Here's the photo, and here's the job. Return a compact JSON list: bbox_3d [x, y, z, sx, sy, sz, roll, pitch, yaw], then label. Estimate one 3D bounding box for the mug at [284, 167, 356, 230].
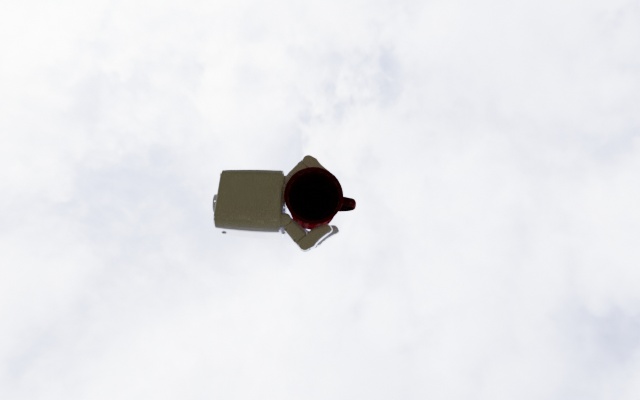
[{"bbox_3d":[0.002,0.003,0.782,0.117,0.093,0.081,3,-15,-1],"label":"mug"}]
